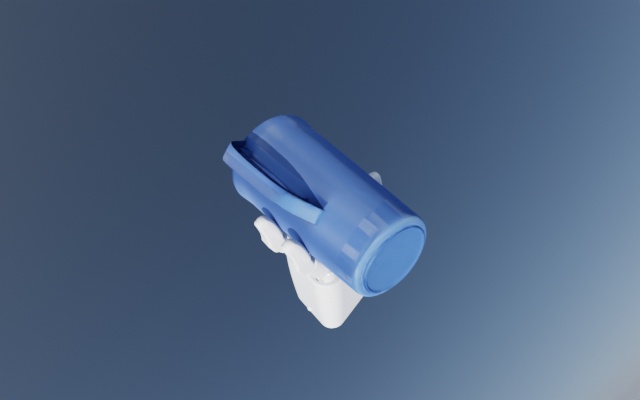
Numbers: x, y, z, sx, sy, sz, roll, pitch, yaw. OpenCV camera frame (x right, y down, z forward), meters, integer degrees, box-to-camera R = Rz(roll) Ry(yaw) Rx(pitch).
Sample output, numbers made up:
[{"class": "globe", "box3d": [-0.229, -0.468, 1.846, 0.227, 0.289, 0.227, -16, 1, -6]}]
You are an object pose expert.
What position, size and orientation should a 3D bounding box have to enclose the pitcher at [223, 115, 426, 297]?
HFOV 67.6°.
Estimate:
[{"class": "pitcher", "box3d": [0.000, 0.002, 0.578, 0.149, 0.145, 0.242, -31, 49, -23]}]
